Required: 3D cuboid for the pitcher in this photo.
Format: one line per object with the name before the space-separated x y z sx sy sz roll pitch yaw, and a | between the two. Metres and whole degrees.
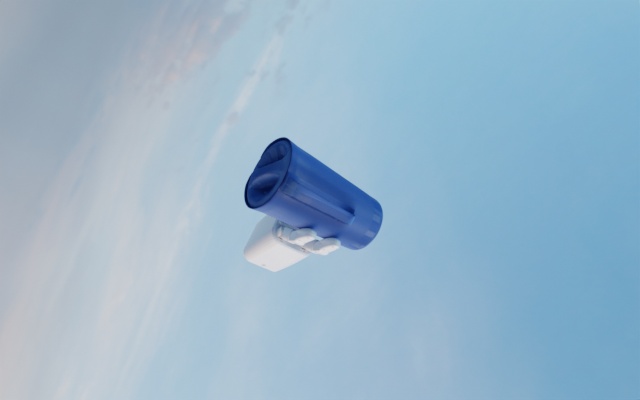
pitcher | 0.000 0.003 0.848 0.243 0.149 0.145 28 -45 -32
